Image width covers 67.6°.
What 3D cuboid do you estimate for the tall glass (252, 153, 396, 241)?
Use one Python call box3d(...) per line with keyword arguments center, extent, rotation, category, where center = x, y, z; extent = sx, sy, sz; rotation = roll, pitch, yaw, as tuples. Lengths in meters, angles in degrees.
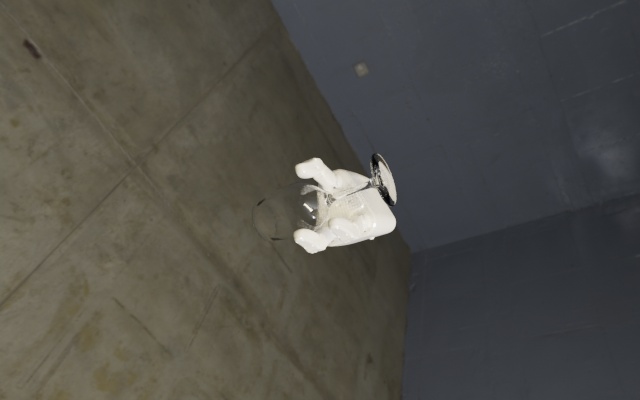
box3d(center=(0.001, 0.002, 0.673), extent=(0.201, 0.079, 0.079), rotation=(-19, -9, 26), category="tall glass")
